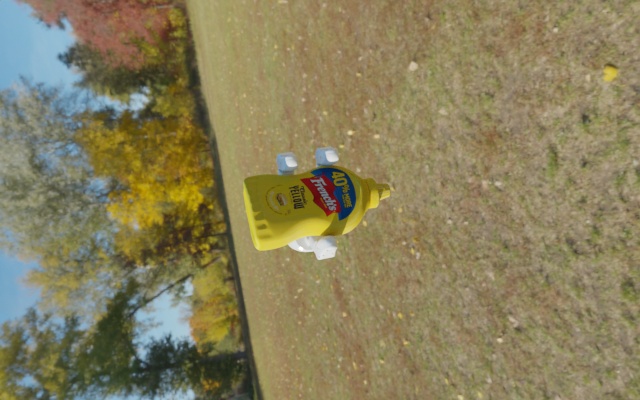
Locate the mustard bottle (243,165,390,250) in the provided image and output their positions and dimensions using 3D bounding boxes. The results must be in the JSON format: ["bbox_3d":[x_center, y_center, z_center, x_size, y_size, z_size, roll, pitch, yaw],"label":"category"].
[{"bbox_3d":[0.000,0.002,0.628,0.191,0.096,0.058,-10,-28,-13],"label":"mustard bottle"}]
